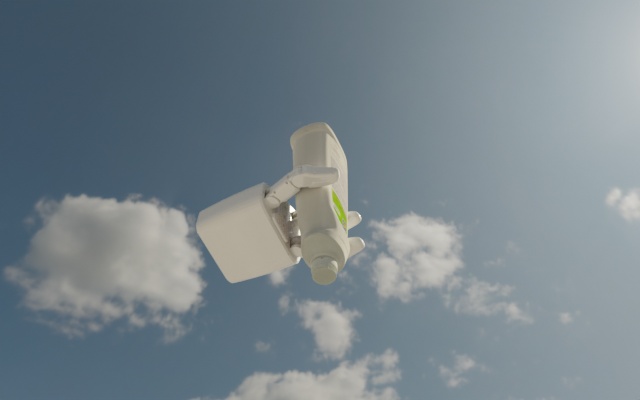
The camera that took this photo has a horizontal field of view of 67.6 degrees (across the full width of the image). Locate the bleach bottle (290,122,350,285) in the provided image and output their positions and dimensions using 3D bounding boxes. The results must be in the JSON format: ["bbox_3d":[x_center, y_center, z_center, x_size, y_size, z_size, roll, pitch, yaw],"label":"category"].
[{"bbox_3d":[0.000,0.002,0.640,0.068,0.103,0.250,-21,36,16],"label":"bleach bottle"}]
